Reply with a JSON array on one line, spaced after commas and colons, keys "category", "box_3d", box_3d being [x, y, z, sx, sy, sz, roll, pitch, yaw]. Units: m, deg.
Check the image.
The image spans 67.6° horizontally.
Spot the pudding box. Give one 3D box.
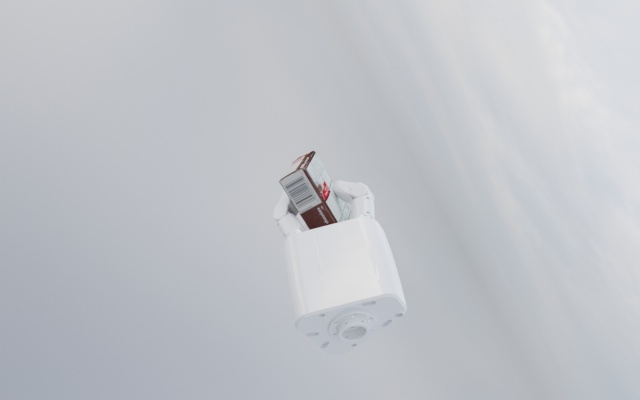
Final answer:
[{"category": "pudding box", "box_3d": [0.000, 0.002, 0.594, 0.039, 0.113, 0.090, -26, 13, 14]}]
